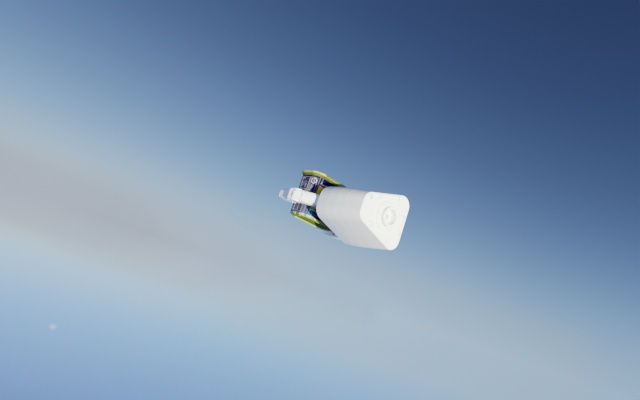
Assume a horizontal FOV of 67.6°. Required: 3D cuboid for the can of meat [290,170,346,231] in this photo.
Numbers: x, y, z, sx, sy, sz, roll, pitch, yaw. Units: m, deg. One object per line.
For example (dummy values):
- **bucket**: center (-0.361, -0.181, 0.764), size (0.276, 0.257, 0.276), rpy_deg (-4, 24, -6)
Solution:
- **can of meat**: center (0.000, 0.003, 0.873), size (0.057, 0.084, 0.102), rpy_deg (7, -16, 47)
